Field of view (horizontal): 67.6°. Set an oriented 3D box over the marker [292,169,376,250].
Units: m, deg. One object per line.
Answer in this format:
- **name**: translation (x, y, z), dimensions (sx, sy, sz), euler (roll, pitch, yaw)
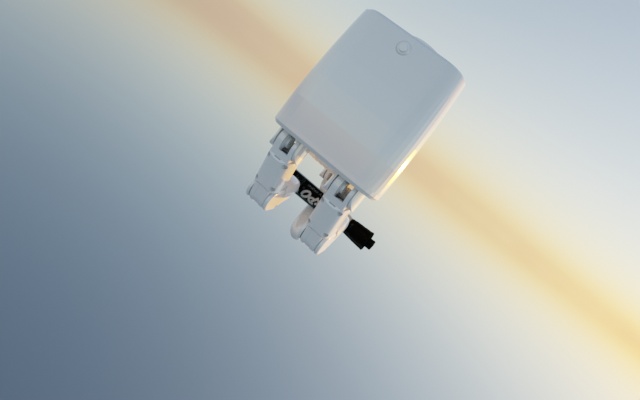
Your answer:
- **marker**: translation (0.000, 0.001, 0.427), dimensions (0.121, 0.020, 0.020), euler (40, 10, 12)
